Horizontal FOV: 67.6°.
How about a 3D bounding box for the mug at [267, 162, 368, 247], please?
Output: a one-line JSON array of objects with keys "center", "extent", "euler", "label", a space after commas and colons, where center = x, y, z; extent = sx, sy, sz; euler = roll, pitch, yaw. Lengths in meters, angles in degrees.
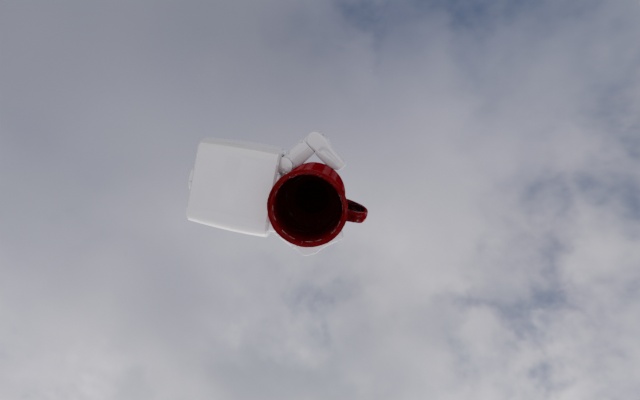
[{"center": [0.002, 0.002, 0.580], "extent": [0.117, 0.093, 0.081], "euler": [12, 16, 2], "label": "mug"}]
